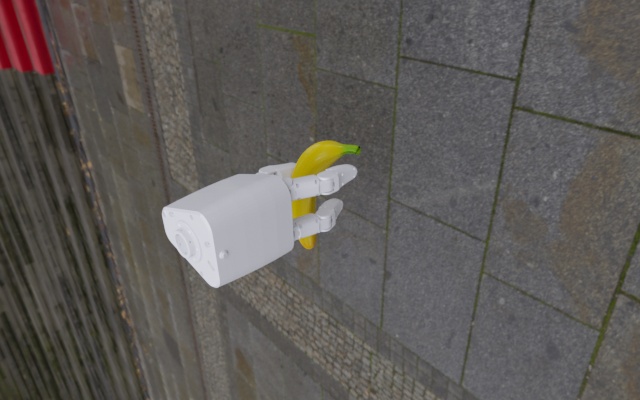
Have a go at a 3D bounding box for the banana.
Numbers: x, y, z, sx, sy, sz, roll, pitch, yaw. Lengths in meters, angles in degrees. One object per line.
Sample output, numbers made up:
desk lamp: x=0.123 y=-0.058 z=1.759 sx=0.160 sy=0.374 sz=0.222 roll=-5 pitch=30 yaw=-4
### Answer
banana: x=-0.012 y=-0.012 z=0.641 sx=0.069 sy=0.198 sz=0.037 roll=43 pitch=46 yaw=19
